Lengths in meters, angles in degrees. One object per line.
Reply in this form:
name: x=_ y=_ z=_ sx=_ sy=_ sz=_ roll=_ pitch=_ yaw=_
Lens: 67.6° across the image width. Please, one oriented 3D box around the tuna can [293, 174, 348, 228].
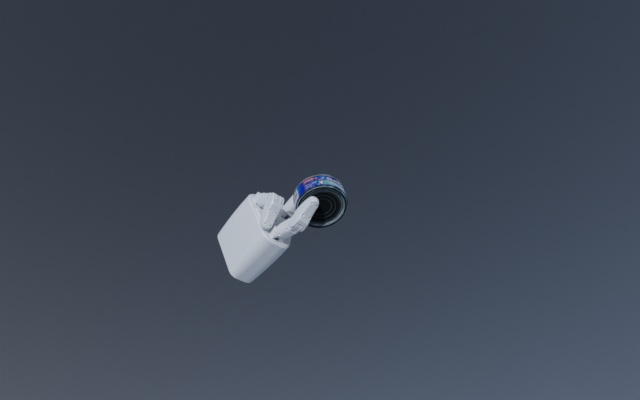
tuna can: x=0.000 y=0.003 z=0.767 sx=0.086 sy=0.086 sz=0.033 roll=0 pitch=35 yaw=-12
